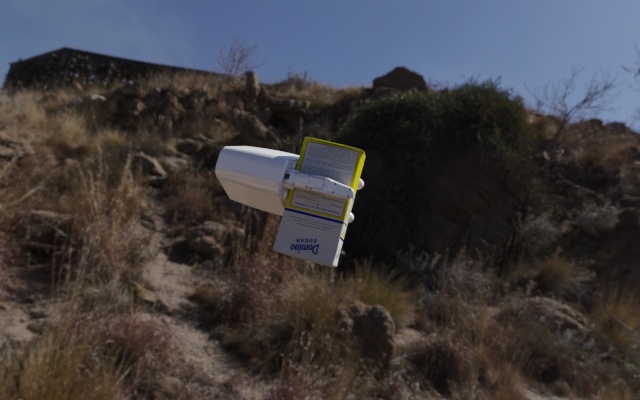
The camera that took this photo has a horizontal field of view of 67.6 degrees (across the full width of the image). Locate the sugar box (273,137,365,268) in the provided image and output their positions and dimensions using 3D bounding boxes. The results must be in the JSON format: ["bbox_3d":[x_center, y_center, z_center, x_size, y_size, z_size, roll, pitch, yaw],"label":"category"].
[{"bbox_3d":[0.000,0.002,0.704,0.093,0.176,0.048,14,-7,13],"label":"sugar box"}]
